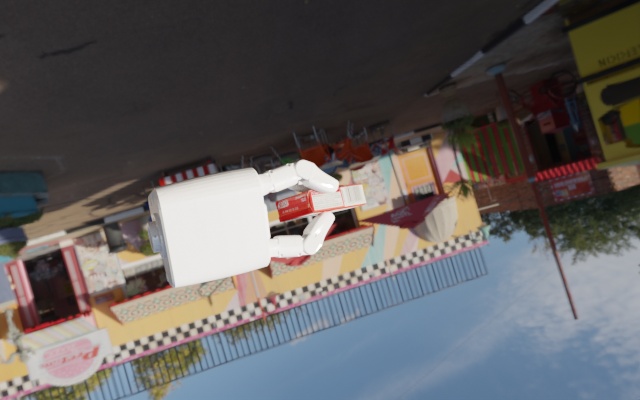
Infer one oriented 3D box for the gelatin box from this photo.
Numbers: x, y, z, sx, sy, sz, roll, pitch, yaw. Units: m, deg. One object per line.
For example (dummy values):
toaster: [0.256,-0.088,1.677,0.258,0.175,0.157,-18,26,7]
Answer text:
gelatin box: [0.000,0.002,0.600,0.089,0.030,0.073,-8,-5,-38]
